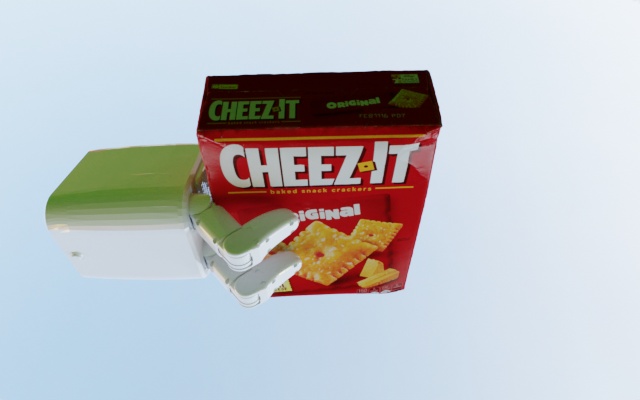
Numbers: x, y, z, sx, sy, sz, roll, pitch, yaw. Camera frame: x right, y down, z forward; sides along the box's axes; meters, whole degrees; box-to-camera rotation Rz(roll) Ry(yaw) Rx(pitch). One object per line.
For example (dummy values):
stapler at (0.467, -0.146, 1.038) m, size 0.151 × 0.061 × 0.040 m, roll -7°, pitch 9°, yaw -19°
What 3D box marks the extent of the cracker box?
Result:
cracker box at (0.000, 0.001, 0.403) m, size 0.164 × 0.072 × 0.214 m, roll -2°, pitch -40°, yaw -1°
